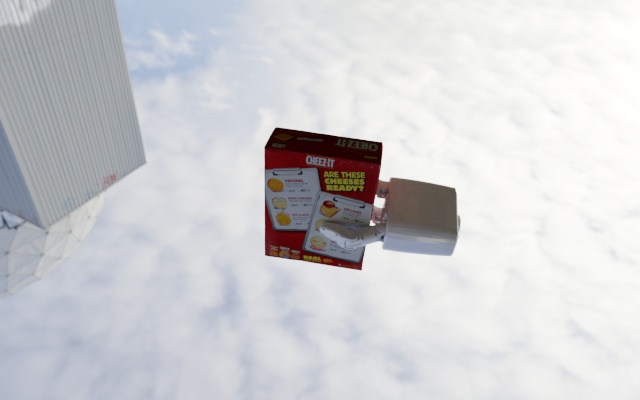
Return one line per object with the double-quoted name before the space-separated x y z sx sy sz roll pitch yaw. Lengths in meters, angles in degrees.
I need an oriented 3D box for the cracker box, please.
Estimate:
"cracker box" 0.000 0.003 0.735 0.164 0.214 0.072 9 39 4
